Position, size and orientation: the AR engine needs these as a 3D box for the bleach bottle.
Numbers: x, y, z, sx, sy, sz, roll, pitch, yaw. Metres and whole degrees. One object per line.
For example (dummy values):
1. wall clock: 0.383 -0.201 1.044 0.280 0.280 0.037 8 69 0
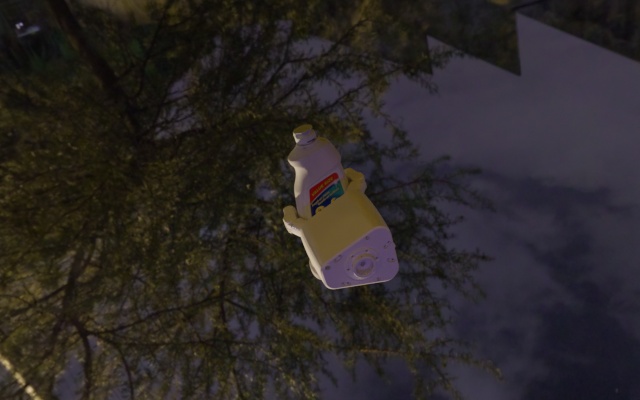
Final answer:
1. bleach bottle: 0.000 0.002 0.752 0.102 0.251 0.068 -21 30 -5
